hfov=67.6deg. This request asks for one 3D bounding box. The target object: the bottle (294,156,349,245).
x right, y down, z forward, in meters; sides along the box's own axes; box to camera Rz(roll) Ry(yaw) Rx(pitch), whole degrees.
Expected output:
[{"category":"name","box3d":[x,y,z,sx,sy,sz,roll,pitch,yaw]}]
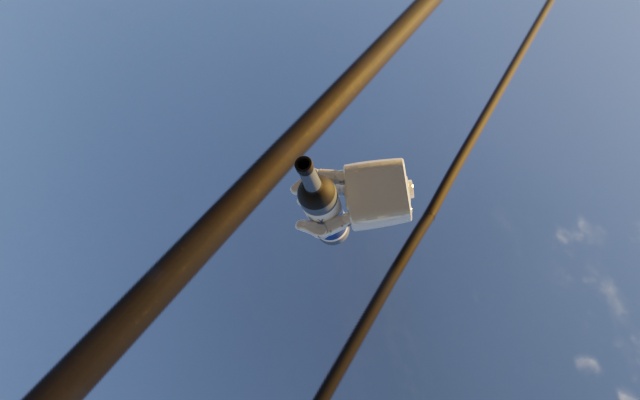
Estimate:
[{"category":"bottle","box3d":[0.000,0.003,0.837,0.069,0.069,0.296,0,-23,11]}]
